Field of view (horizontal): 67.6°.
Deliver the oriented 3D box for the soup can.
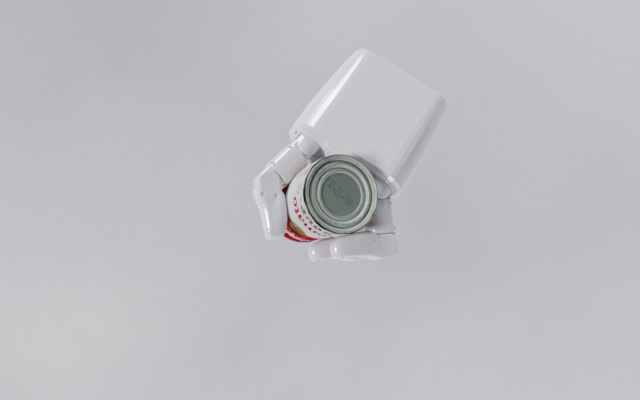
[{"bbox_3d":[0.000,0.002,0.429,0.068,0.068,0.102,0,-8,-22],"label":"soup can"}]
